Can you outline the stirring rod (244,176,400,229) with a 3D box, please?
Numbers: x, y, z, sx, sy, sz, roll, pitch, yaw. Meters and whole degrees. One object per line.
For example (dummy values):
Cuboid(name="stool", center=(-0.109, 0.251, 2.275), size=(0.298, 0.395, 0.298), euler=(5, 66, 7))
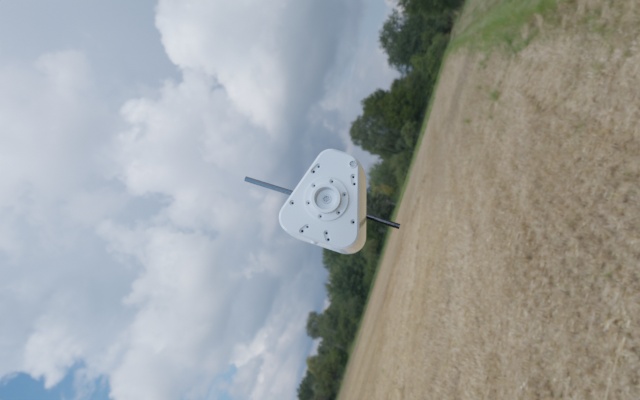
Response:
Cuboid(name="stirring rod", center=(0.000, 0.002, 0.703), size=(0.239, 0.011, 0.011), euler=(17, 3, 9))
